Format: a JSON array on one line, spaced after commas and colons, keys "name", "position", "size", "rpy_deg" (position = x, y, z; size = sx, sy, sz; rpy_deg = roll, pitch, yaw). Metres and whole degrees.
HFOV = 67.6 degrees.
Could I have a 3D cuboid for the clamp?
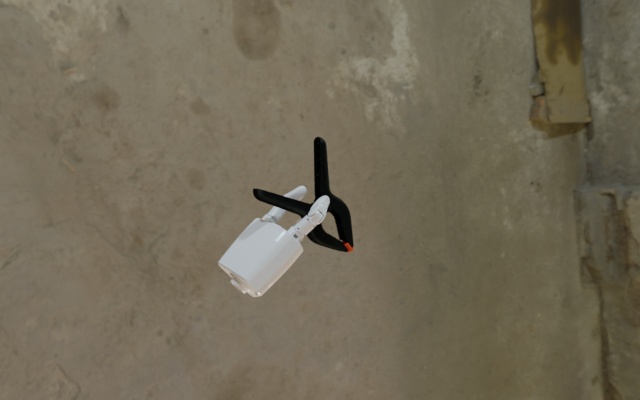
[{"name": "clamp", "position": [0.001, 0.003, 0.851], "size": [0.164, 0.210, 0.036], "rpy_deg": [-49, 21, -20]}]
